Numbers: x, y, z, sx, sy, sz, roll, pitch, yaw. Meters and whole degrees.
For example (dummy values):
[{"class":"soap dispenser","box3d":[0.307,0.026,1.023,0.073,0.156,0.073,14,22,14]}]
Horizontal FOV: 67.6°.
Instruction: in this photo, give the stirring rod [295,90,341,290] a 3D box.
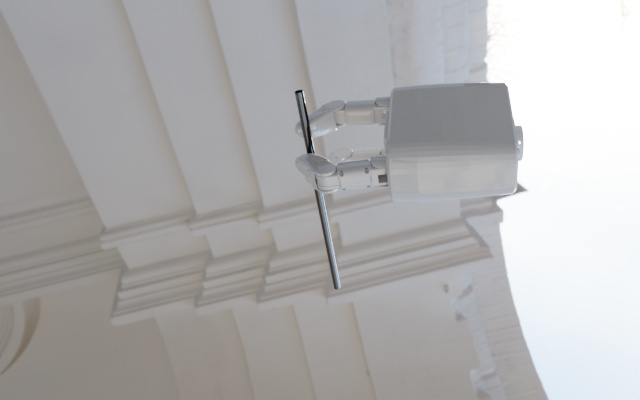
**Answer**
[{"class":"stirring rod","box3d":[0.000,0.002,0.494,0.011,0.240,0.011,-8,33,5]}]
